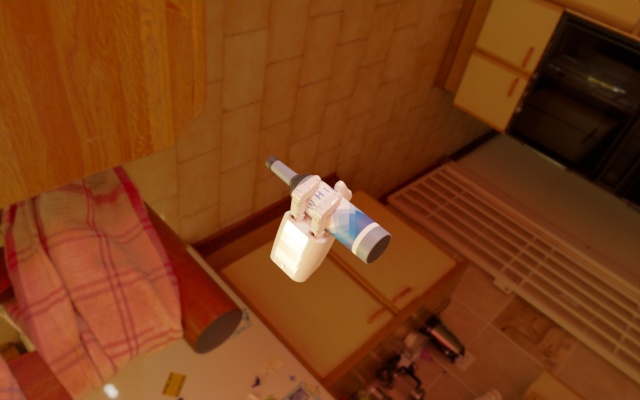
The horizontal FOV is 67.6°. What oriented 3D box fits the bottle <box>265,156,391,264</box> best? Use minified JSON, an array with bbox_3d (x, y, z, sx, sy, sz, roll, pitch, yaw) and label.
[{"bbox_3d":[0.000,0.003,0.899,0.295,0.069,0.069,39,20,27],"label":"bottle"}]
